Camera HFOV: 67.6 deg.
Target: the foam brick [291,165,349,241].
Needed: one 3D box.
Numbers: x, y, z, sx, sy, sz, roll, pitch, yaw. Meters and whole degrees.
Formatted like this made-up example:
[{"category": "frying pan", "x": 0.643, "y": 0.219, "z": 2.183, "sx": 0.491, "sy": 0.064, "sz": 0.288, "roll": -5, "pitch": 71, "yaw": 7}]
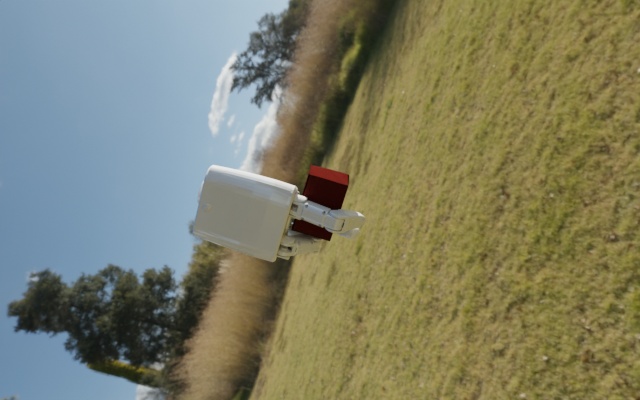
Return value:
[{"category": "foam brick", "x": 0.000, "y": 0.002, "z": 0.598, "sx": 0.051, "sy": 0.078, "sz": 0.053, "roll": 17, "pitch": 17, "yaw": -2}]
